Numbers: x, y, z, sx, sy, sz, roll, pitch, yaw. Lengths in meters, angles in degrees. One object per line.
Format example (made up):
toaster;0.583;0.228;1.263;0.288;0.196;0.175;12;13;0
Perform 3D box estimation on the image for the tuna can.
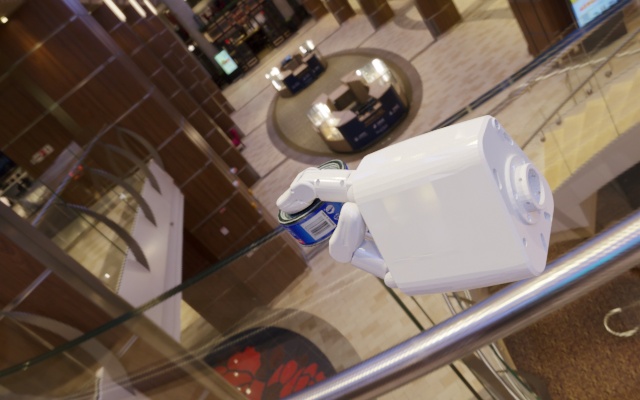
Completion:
tuna can;0.000;0.001;0.457;0.034;0.086;0.086;46;-21;-21
